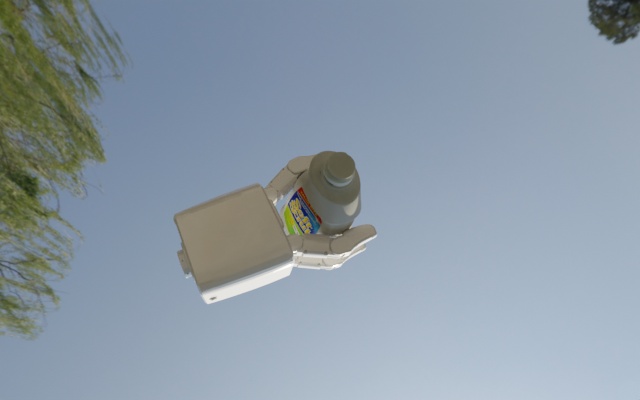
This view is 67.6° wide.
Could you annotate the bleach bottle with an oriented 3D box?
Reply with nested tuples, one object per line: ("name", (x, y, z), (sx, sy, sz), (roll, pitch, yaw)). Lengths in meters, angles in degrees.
("bleach bottle", (0.000, 0.002, 0.579), (0.068, 0.102, 0.251), (-20, -16, -15))
